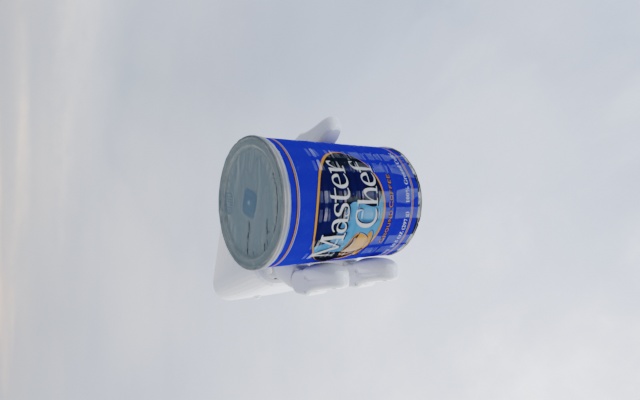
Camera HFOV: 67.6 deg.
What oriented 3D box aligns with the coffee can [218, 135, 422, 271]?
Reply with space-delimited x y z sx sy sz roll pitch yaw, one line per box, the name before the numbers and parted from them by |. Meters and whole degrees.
coffee can | 0.000 0.001 0.403 0.140 0.103 0.103 -1 0 -37
